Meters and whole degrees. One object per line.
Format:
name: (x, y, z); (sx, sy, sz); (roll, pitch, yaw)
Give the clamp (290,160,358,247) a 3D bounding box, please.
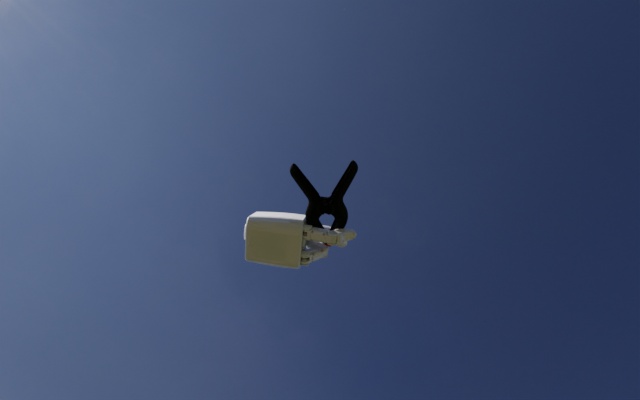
clamp: (0.000, 0.003, 0.877); (0.120, 0.171, 0.039); (7, 22, 4)
